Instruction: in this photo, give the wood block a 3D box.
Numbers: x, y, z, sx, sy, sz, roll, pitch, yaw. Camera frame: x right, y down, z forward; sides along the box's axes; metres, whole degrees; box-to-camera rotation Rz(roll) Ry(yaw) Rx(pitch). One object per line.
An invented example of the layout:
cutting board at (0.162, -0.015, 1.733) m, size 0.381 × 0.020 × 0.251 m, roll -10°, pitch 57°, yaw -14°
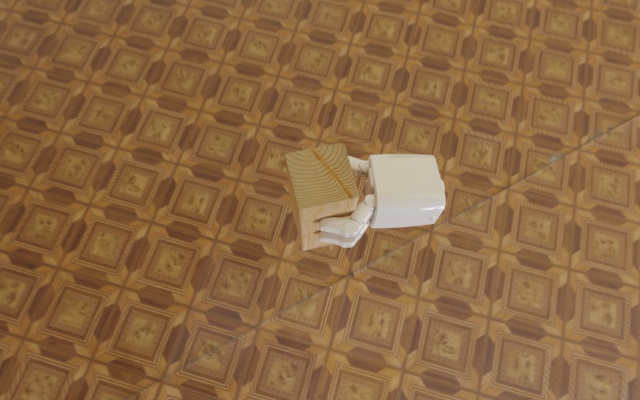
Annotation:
wood block at (0.000, 0.002, 0.767) m, size 0.090 × 0.090 × 0.206 m, roll -12°, pitch -21°, yaw -6°
